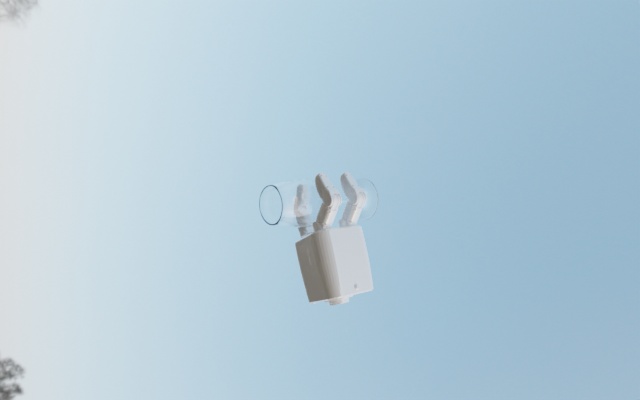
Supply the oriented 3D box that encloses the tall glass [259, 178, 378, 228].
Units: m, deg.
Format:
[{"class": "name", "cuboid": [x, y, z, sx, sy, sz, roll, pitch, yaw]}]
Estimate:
[{"class": "tall glass", "cuboid": [0.001, 0.002, 0.783, 0.201, 0.079, 0.079, -3, 2, -40]}]
